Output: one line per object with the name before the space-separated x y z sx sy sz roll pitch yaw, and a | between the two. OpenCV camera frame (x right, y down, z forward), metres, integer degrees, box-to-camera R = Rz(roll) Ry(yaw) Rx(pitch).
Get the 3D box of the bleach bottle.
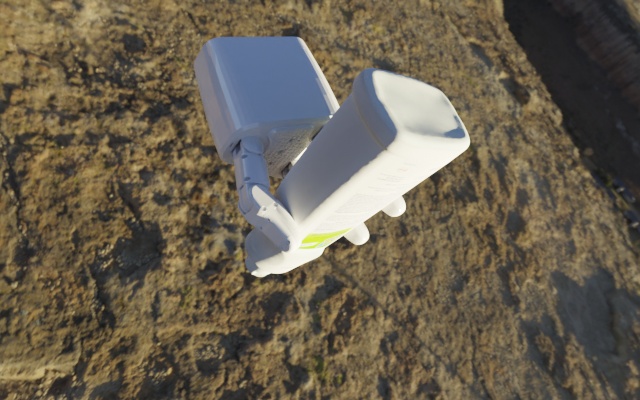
bleach bottle | 0.000 0.001 0.409 0.102 0.068 0.251 0 -31 -42
